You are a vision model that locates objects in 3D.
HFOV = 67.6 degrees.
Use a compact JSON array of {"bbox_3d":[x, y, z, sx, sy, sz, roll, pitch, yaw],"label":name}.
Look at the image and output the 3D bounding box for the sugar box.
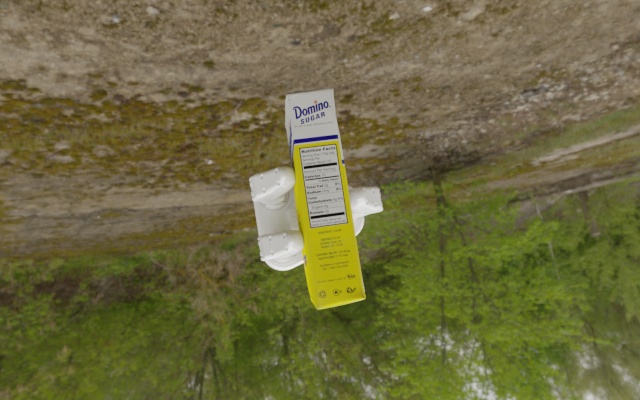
[{"bbox_3d":[0.000,0.002,0.422,0.048,0.176,0.093,-10,-7,-6],"label":"sugar box"}]
